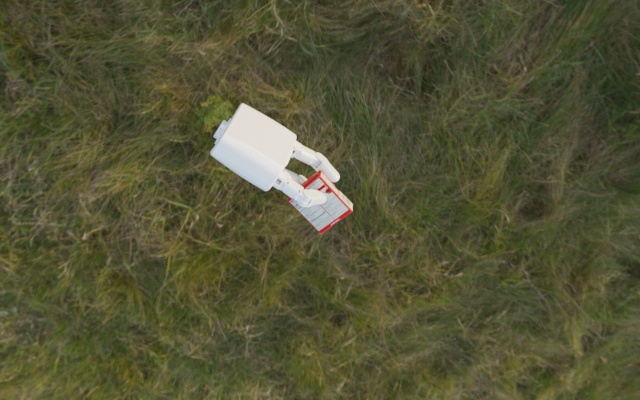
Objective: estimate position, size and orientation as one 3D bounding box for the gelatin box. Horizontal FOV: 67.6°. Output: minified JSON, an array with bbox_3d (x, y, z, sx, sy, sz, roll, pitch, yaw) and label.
[{"bbox_3d":[0.000,0.003,0.817,0.073,0.089,0.030,-37,18,21],"label":"gelatin box"}]
